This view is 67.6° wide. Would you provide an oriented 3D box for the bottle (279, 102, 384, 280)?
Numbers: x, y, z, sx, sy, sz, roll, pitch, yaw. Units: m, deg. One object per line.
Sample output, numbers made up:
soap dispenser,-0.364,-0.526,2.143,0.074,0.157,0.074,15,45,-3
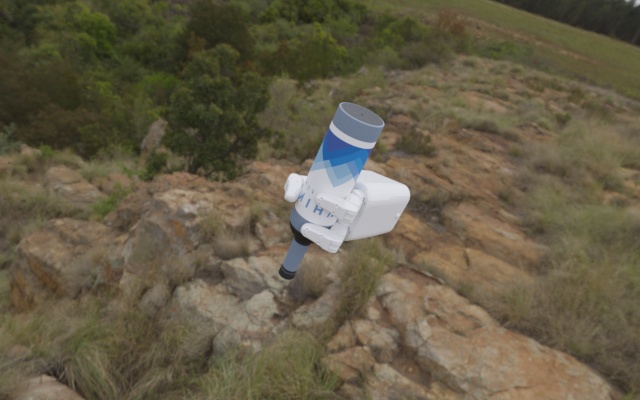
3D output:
bottle,0.000,0.002,0.707,0.069,0.296,0.069,19,29,-11
